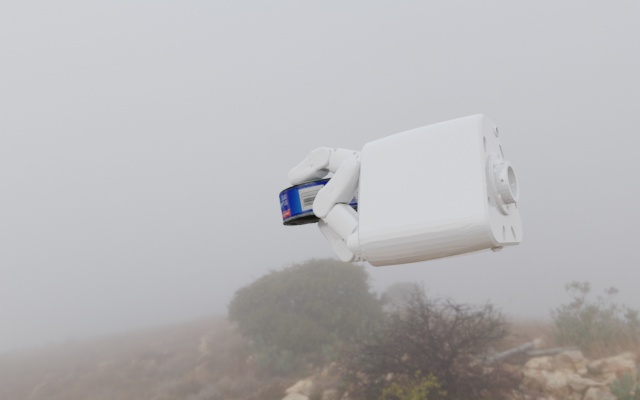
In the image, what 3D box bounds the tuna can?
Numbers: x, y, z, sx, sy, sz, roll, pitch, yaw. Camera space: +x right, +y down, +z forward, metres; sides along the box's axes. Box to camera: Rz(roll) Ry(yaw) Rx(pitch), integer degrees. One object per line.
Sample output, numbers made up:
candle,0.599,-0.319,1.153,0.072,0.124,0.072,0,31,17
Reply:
tuna can,0.000,0.001,0.501,0.086,0.033,0.086,-11,-8,-2
